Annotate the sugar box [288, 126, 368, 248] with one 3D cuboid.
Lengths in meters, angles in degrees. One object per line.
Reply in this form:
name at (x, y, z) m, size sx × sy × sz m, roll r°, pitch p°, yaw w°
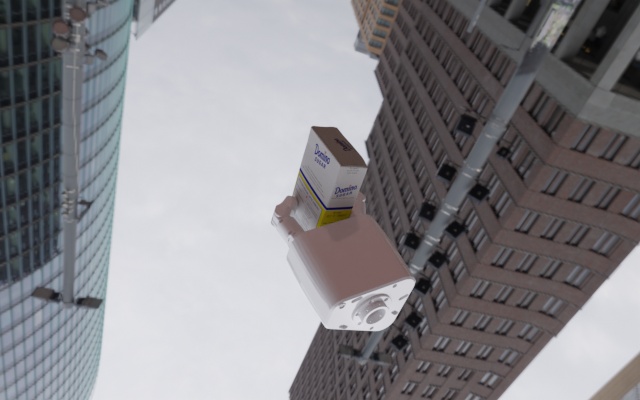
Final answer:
sugar box at (0.001, 0.002, 0.623) m, size 0.048 × 0.176 × 0.093 m, roll 0°, pitch 38°, yaw -30°
